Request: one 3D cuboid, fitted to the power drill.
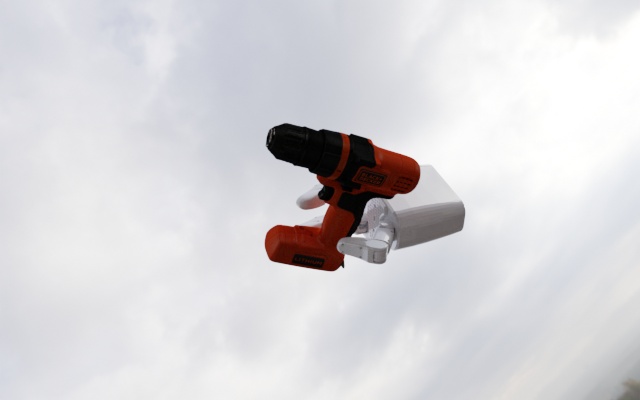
[{"bbox_3d":[0.000,0.002,0.563,0.184,0.057,0.188,14,-49,-22],"label":"power drill"}]
